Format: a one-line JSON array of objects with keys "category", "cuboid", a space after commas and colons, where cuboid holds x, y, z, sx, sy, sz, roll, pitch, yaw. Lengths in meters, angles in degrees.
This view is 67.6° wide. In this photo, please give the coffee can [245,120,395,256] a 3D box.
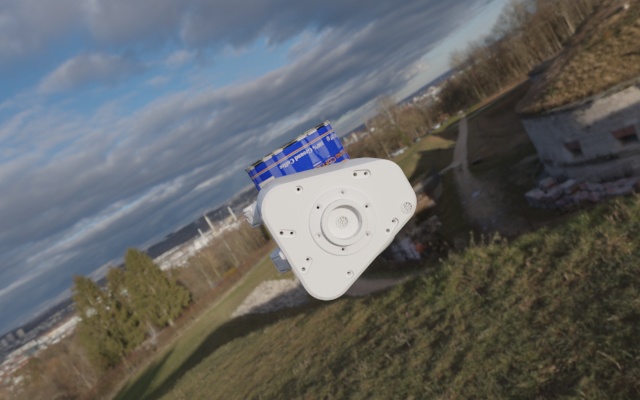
[{"category": "coffee can", "cuboid": [0.000, 0.002, 0.508, 0.103, 0.140, 0.103, -30, 6, 3]}]
